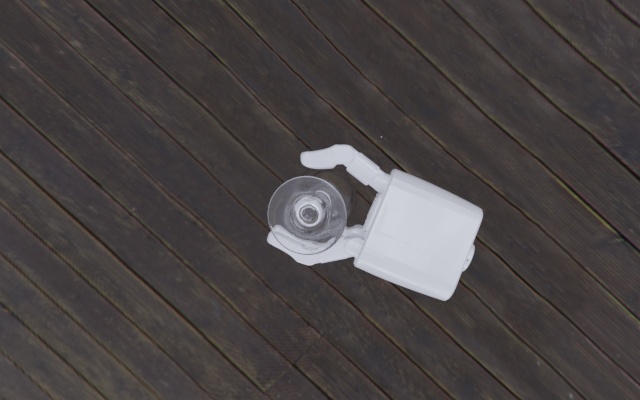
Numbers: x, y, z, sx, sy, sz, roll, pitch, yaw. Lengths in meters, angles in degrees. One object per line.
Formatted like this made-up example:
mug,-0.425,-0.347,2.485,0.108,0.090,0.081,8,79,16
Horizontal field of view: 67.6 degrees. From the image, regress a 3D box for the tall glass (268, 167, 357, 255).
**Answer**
tall glass,0.000,0.002,0.539,0.079,0.079,0.201,0,8,7
